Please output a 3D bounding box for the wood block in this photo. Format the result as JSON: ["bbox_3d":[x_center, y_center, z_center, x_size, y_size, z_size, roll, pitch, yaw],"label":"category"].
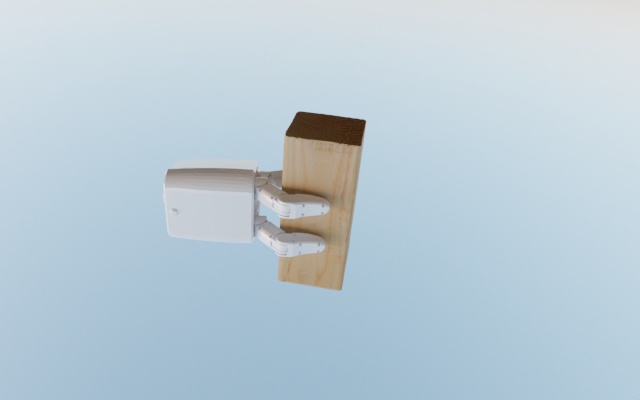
[{"bbox_3d":[0.000,0.002,0.614,0.090,0.206,0.090,8,30,4],"label":"wood block"}]
